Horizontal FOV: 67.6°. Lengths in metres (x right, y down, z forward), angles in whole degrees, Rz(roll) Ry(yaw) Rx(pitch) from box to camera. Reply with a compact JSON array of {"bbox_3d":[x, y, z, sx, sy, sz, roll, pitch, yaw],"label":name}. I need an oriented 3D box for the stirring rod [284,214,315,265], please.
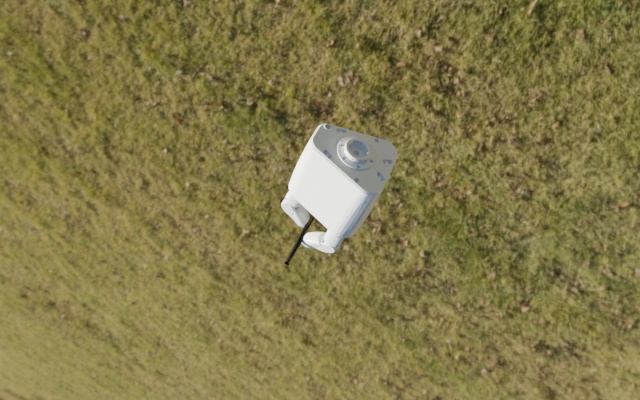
[{"bbox_3d":[0.000,0.002,0.737,0.011,0.239,0.011,18,-37,14],"label":"stirring rod"}]
